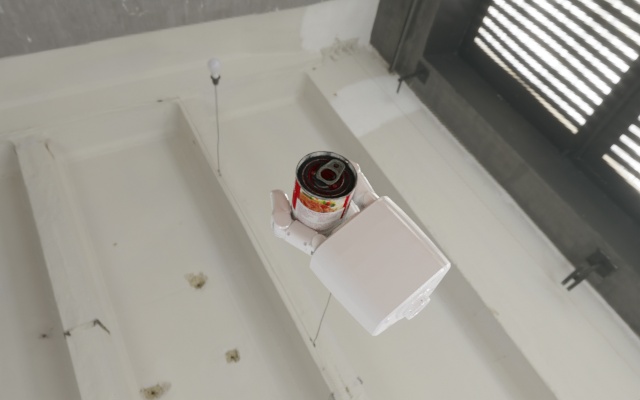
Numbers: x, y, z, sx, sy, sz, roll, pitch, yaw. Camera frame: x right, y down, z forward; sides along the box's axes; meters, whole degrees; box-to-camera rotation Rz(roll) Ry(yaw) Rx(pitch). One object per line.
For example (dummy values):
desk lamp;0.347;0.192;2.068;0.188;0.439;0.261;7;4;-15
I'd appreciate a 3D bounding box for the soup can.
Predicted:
soup can;0.000;0.002;0.552;0.068;0.068;0.102;0;-37;-10
